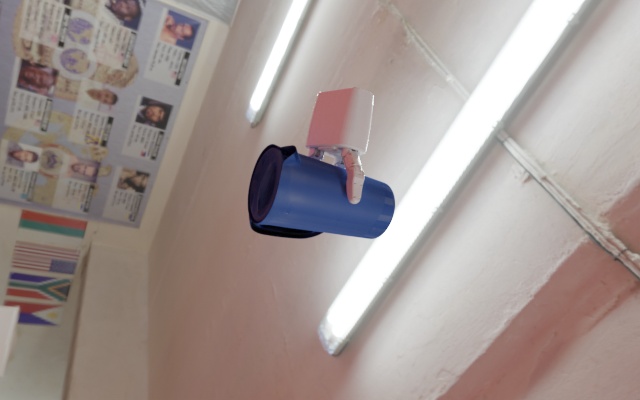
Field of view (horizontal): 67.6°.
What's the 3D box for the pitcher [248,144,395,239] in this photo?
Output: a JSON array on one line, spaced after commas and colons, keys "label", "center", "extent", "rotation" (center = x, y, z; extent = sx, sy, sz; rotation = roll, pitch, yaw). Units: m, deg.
[{"label": "pitcher", "center": [0.000, 0.003, 0.833], "extent": [0.243, 0.145, 0.149], "rotation": [14, -8, -28]}]
